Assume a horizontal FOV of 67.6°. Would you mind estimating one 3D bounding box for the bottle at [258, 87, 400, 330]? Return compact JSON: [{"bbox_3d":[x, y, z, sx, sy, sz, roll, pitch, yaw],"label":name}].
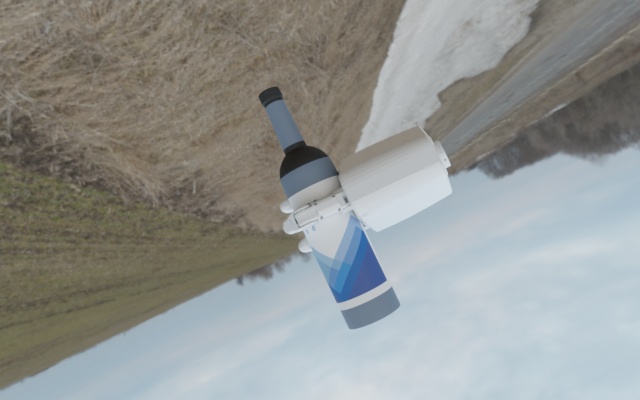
[{"bbox_3d":[0.000,0.002,0.564,0.069,0.295,0.069,-25,-4,-2],"label":"bottle"}]
